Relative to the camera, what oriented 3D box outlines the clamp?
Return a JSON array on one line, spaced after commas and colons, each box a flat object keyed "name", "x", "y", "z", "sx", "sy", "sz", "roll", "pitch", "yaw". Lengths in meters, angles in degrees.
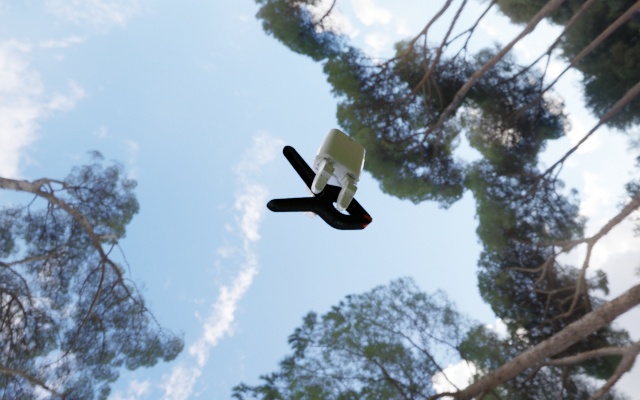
[{"name": "clamp", "x": 0.000, "y": 0.003, "z": 0.863, "sx": 0.210, "sy": 0.164, "sz": 0.036, "roll": 33, "pitch": -49, "yaw": -12}]
